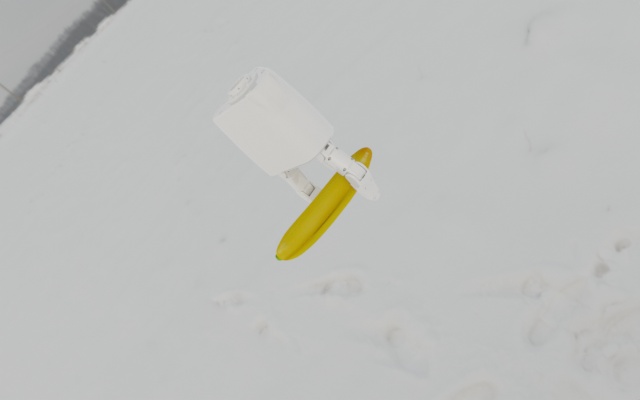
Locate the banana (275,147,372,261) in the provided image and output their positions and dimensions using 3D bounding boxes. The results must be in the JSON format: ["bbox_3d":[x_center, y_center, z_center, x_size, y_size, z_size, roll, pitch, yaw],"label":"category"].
[{"bbox_3d":[0.001,0.011,0.613,0.037,0.198,0.069,39,10,-18],"label":"banana"}]
